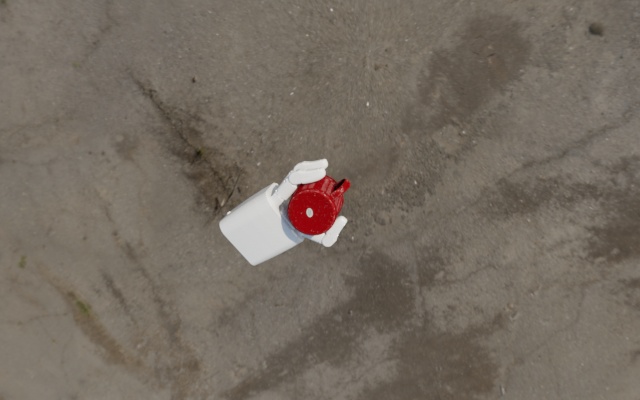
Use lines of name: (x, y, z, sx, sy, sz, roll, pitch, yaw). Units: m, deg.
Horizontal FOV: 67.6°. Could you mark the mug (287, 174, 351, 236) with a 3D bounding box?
mug: (0.001, 0.002, 0.798, 0.117, 0.093, 0.081, -31, 12, 15)
